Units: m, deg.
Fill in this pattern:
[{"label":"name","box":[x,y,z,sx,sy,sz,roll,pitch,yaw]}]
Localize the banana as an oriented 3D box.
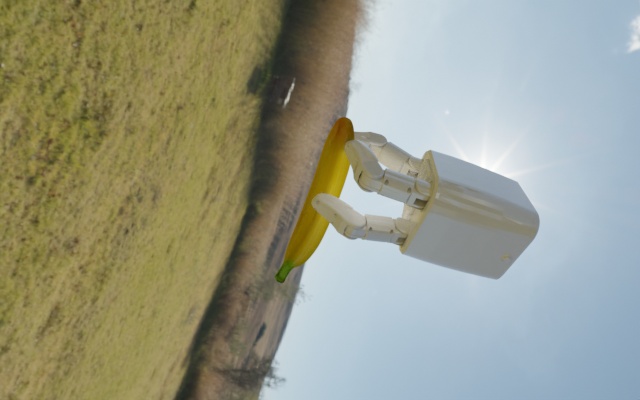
[{"label":"banana","box":[0.001,-0.001,0.529,0.037,0.198,0.069,21,19,1]}]
